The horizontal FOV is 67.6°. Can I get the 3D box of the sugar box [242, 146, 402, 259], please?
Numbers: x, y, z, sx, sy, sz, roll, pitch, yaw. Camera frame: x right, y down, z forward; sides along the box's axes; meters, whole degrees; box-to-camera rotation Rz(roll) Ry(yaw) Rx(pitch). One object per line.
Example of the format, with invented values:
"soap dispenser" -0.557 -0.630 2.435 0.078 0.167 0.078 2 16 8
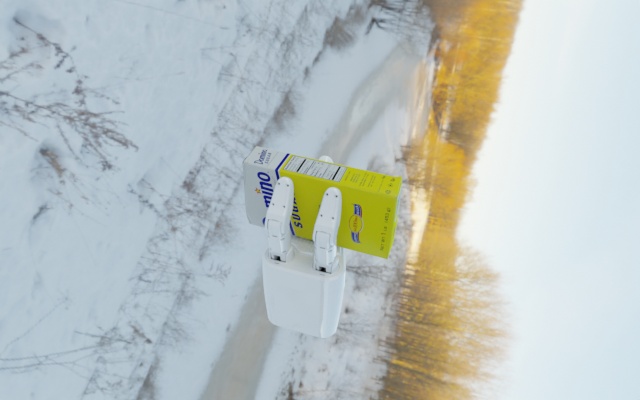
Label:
"sugar box" 0.000 0.002 0.545 0.176 0.093 0.048 11 39 12
